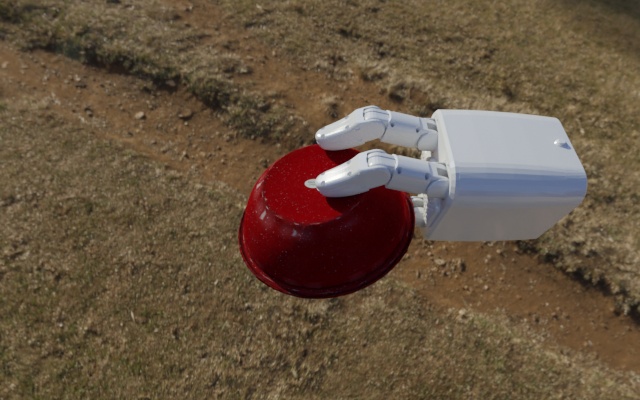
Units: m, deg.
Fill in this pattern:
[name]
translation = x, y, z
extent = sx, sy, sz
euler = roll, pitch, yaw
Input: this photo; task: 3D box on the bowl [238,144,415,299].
[bowl]
translation = -0.001, 0.001, 0.414
extent = 0.162, 0.162, 0.055
euler = 0, -41, 12
